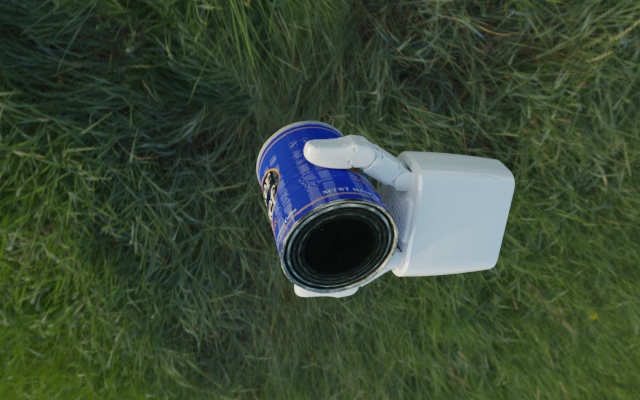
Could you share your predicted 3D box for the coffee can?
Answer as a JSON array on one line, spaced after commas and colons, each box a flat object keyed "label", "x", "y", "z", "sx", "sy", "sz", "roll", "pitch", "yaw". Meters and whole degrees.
[{"label": "coffee can", "x": 0.000, "y": 0.001, "z": 0.452, "sx": 0.103, "sy": 0.103, "sz": 0.140, "roll": 0, "pitch": 35, "yaw": -17}]
